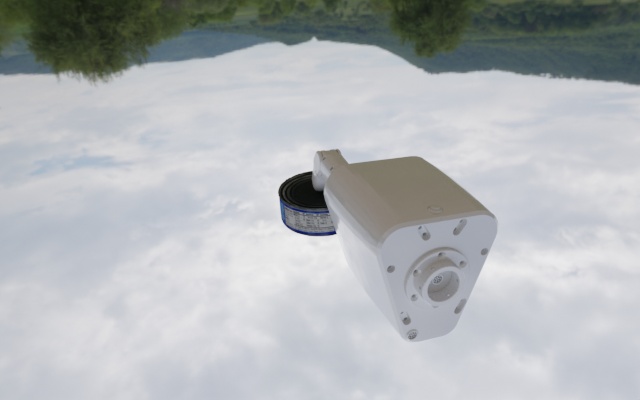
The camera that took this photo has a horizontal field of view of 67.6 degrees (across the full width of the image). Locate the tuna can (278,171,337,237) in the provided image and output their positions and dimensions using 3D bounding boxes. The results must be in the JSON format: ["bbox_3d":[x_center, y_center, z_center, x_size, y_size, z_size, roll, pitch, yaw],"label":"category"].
[{"bbox_3d":[0.000,0.002,0.495,0.086,0.034,0.086,-2,29,1],"label":"tuna can"}]
